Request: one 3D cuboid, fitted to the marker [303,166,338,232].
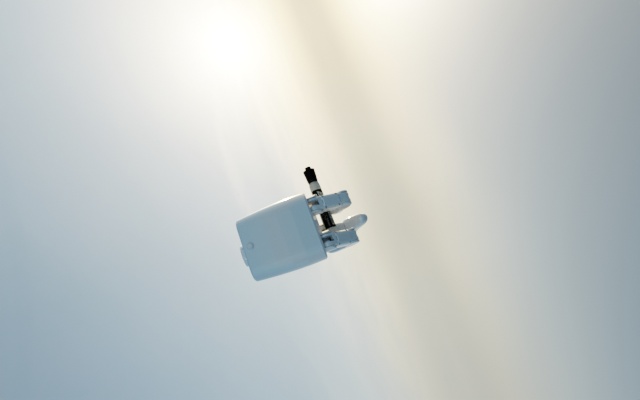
[{"bbox_3d":[0.000,0.002,0.732,0.020,0.121,0.020,-19,-16,-6],"label":"marker"}]
